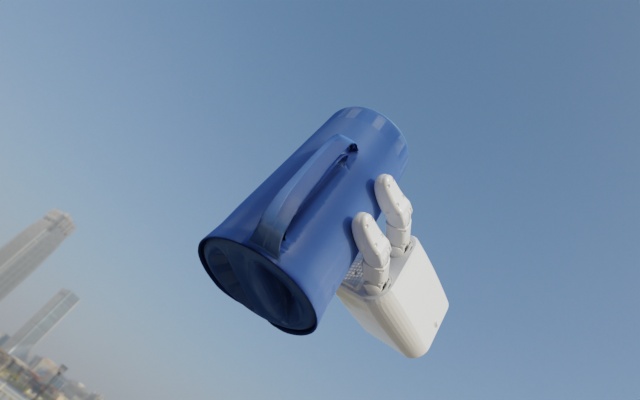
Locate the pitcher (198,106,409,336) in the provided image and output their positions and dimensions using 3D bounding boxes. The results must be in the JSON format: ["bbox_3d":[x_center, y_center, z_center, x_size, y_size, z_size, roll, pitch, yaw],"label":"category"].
[{"bbox_3d":[0.000,0.002,0.495,0.149,0.145,0.242,-6,37,45],"label":"pitcher"}]
